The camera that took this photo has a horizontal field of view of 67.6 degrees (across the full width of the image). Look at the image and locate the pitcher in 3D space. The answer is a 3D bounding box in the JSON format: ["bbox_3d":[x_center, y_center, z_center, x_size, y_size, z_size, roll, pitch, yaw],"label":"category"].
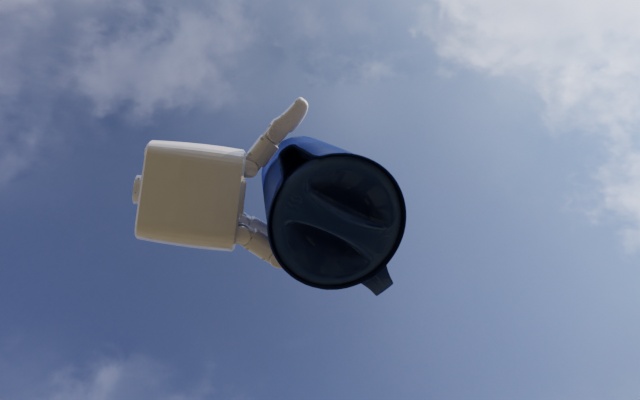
[{"bbox_3d":[0.000,0.002,0.552,0.145,0.149,0.242,7,13,-13],"label":"pitcher"}]
